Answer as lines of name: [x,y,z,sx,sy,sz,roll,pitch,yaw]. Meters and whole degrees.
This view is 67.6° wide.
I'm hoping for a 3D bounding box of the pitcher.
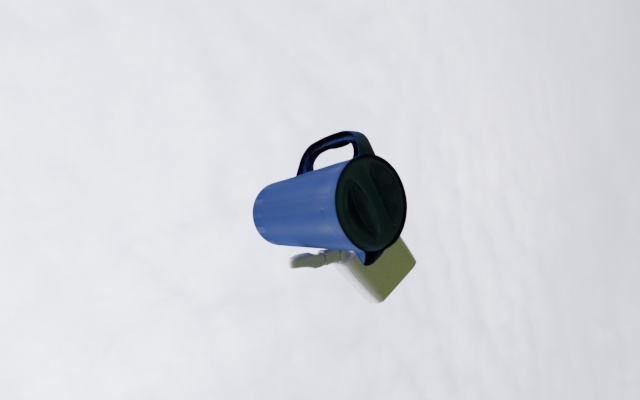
pitcher: [0.000,0.003,0.724,0.243,0.149,0.145,-7,-48,51]
